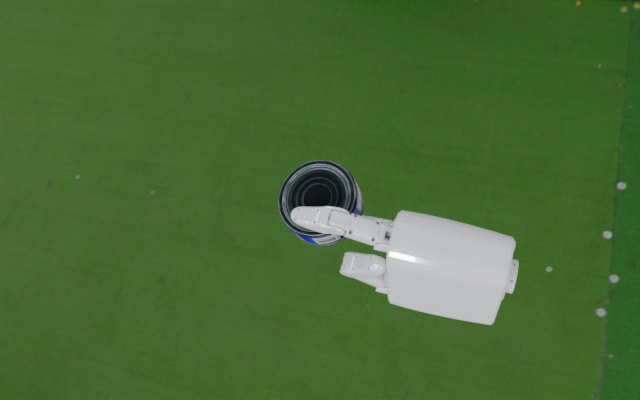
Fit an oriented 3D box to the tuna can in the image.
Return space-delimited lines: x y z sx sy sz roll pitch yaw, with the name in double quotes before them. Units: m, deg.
"tuna can" 0.000 0.001 0.498 0.086 0.086 0.034 0 -19 18
